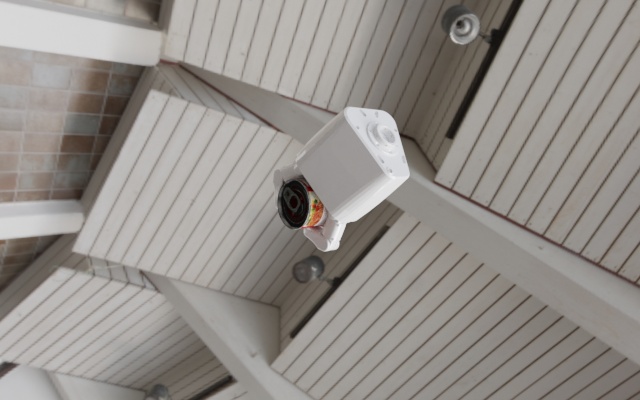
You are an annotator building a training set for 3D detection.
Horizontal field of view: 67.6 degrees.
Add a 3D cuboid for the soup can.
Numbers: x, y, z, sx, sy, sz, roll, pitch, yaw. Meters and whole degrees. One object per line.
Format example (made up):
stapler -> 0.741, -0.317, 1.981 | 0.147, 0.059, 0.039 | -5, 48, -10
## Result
soup can -> 0.000, 0.003, 0.668 | 0.102, 0.068, 0.068 | -4, 3, -42
